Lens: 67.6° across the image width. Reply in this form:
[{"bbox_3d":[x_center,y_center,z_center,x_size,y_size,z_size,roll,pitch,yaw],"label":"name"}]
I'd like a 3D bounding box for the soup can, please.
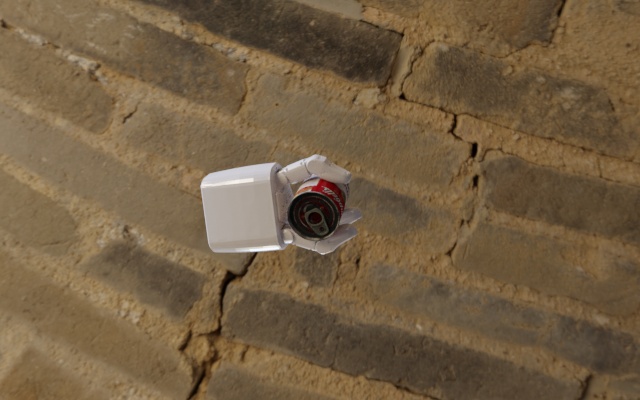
[{"bbox_3d":[0.001,0.002,0.641,0.068,0.068,0.102,0,22,12],"label":"soup can"}]
